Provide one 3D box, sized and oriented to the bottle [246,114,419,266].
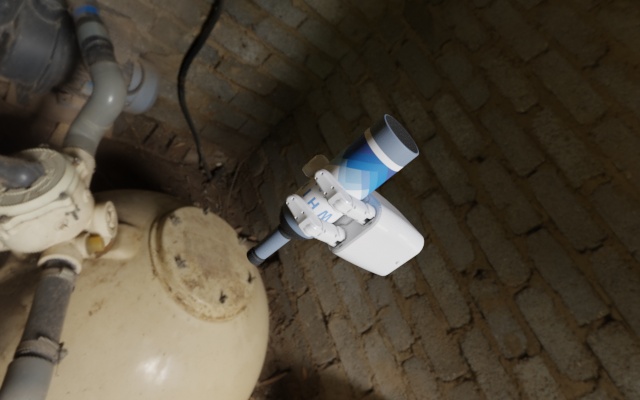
[{"bbox_3d":[0.000,0.002,0.663,0.296,0.069,0.069,-40,-20,25],"label":"bottle"}]
